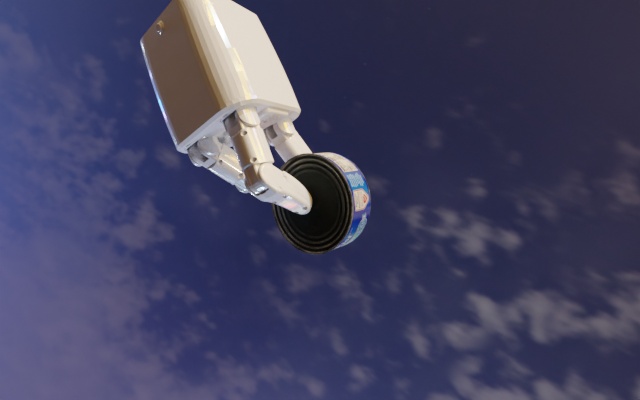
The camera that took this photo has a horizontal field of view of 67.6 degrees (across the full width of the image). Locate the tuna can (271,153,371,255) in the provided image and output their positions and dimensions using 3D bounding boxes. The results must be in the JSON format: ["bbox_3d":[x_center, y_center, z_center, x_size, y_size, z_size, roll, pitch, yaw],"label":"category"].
[{"bbox_3d":[0.000,0.001,0.413,0.086,0.086,0.034,0,7,37],"label":"tuna can"}]
